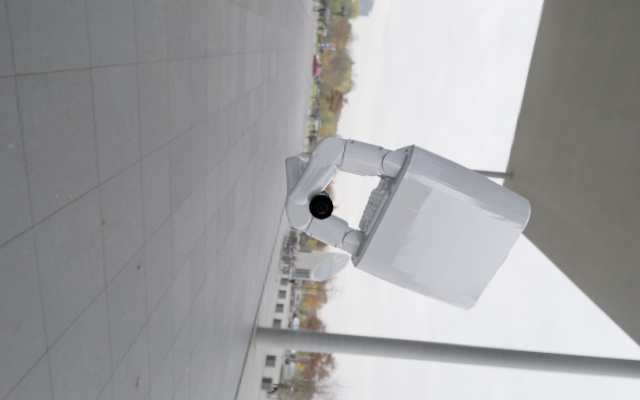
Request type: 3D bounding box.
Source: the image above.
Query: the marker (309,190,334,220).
[{"bbox_3d":[0.000,0.001,0.411,0.020,0.020,0.121,0,4,-1],"label":"marker"}]
